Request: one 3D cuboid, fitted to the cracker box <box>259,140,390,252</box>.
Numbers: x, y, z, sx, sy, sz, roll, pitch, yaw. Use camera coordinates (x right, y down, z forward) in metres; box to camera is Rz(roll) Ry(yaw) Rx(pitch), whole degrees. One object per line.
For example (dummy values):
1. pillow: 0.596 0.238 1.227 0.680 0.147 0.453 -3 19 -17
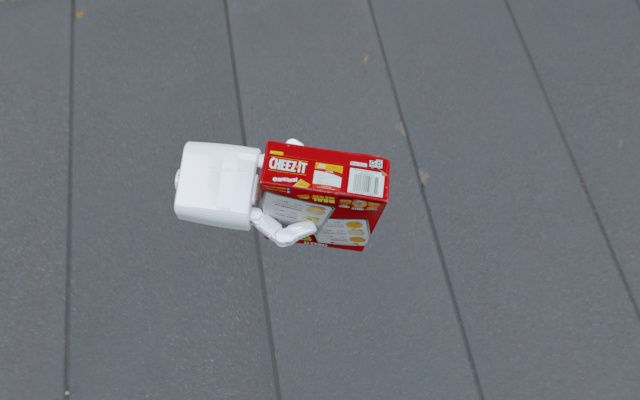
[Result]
1. cracker box: 0.000 0.002 0.695 0.164 0.072 0.214 8 -23 -1
